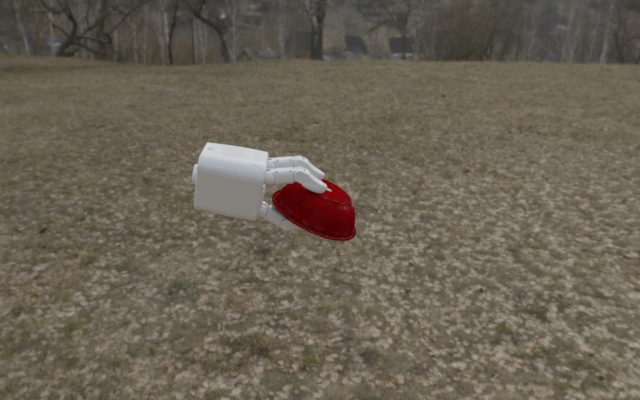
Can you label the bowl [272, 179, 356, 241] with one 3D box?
[{"bbox_3d":[0.001,0.003,0.828,0.162,0.055,0.162,23,20,-9],"label":"bowl"}]
